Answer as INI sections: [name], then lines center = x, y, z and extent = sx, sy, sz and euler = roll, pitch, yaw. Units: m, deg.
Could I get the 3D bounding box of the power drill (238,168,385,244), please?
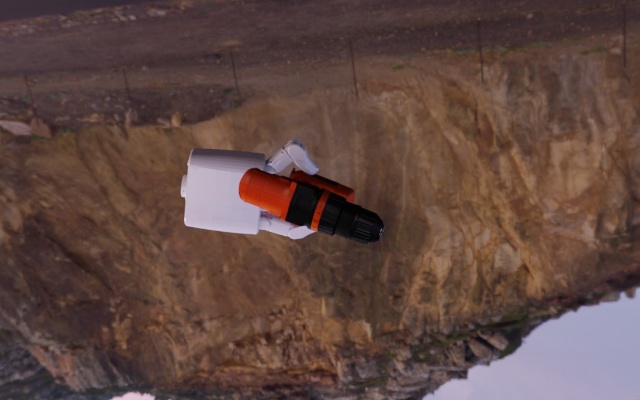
[power drill]
center = 0.000, 0.002, 0.644
extent = 0.184, 0.057, 0.187
euler = 22, 6, 7
